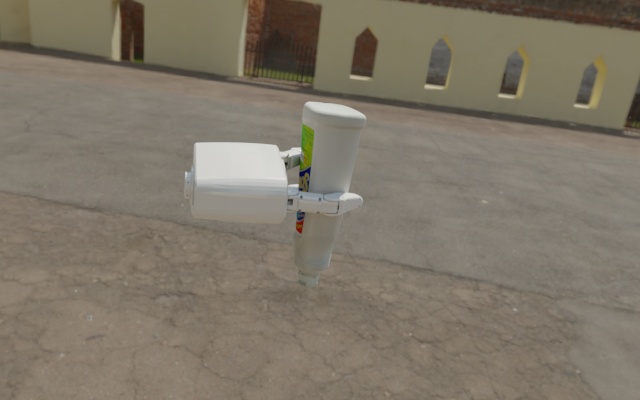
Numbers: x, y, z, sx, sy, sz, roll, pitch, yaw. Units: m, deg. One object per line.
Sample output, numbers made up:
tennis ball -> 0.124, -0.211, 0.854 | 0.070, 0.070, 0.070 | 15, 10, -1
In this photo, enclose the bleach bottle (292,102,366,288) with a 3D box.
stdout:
bleach bottle -> 0.000, 0.002, 0.635 | 0.068, 0.251, 0.102 | 2, 19, -16
